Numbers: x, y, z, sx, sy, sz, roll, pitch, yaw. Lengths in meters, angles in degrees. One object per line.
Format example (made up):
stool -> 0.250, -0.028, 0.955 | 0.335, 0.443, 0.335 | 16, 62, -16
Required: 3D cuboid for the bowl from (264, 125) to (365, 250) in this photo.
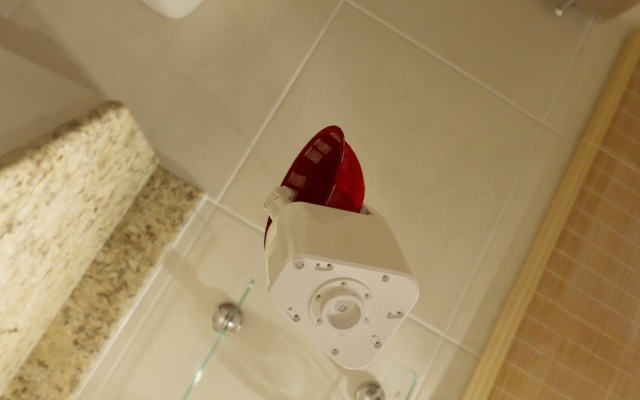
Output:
bowl -> 0.000, 0.001, 0.524 | 0.055, 0.162, 0.162 | 26, -10, -22
